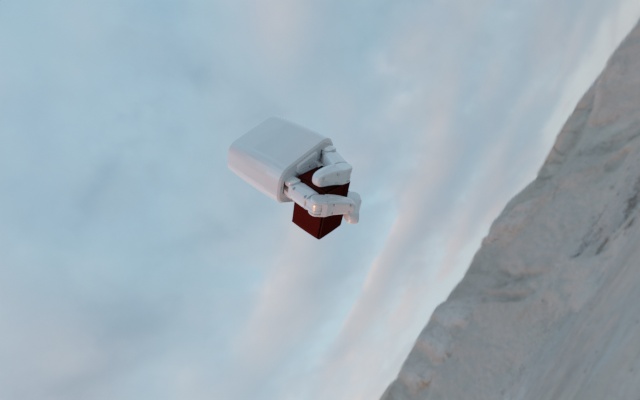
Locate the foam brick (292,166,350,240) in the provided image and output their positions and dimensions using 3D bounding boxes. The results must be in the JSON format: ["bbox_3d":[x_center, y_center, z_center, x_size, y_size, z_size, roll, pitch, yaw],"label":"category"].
[{"bbox_3d":[0.000,0.002,0.654,0.051,0.078,0.053,29,36,28],"label":"foam brick"}]
